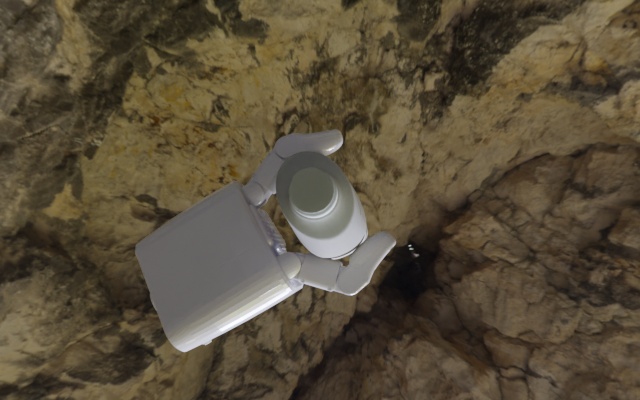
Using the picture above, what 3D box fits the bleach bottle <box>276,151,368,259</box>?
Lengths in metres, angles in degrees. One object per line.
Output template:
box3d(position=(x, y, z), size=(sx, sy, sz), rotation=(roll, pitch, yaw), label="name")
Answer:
box3d(position=(0.000, 0.001, 0.415), size=(0.068, 0.102, 0.251), rotation=(-30, -8, 1), label="bleach bottle")
